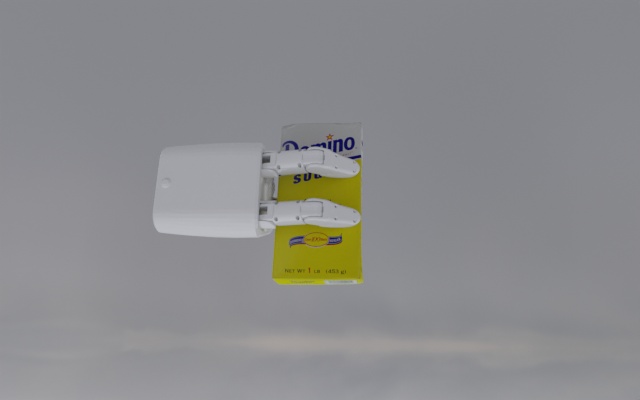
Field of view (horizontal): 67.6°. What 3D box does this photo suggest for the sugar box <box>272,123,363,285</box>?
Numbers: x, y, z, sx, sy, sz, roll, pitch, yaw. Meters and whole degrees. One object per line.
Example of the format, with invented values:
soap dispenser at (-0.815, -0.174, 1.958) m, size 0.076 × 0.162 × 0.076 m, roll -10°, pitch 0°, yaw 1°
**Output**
sugar box at (0.000, 0.002, 0.521) m, size 0.093 × 0.176 × 0.048 m, roll -1°, pitch -17°, yaw 6°
